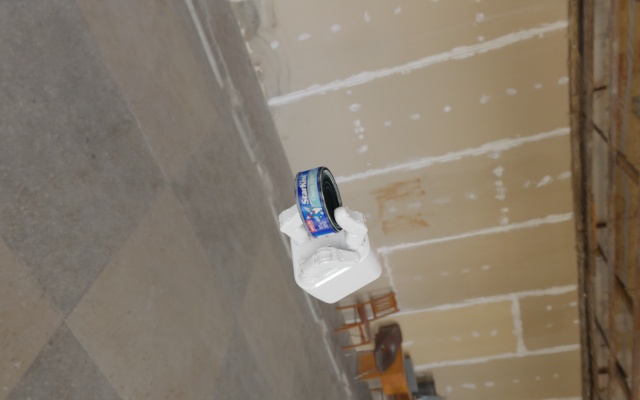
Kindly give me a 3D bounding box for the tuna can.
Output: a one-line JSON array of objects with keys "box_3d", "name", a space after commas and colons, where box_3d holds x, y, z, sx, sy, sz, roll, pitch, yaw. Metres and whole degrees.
[{"box_3d": [0.001, 0.002, 0.588, 0.034, 0.086, 0.086, -14, -4, 16], "name": "tuna can"}]
